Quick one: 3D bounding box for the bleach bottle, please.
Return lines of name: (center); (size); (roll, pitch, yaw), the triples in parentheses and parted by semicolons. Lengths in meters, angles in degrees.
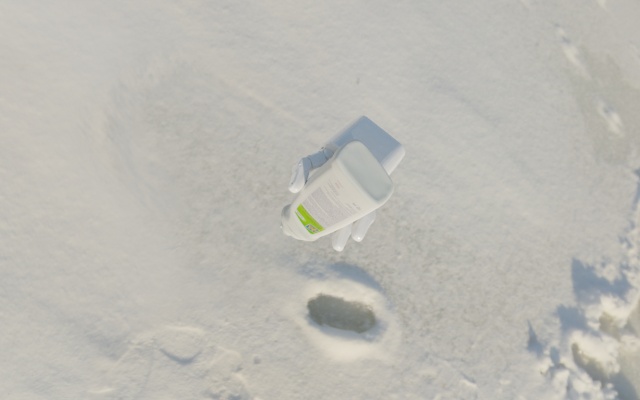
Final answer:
bleach bottle: (0.000, 0.003, 0.750); (0.068, 0.102, 0.251); (-44, 7, -37)
